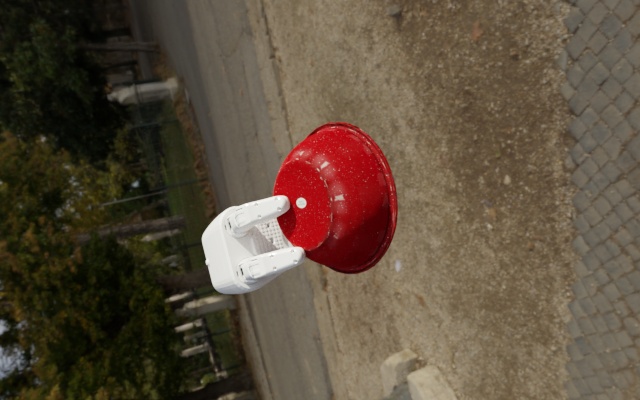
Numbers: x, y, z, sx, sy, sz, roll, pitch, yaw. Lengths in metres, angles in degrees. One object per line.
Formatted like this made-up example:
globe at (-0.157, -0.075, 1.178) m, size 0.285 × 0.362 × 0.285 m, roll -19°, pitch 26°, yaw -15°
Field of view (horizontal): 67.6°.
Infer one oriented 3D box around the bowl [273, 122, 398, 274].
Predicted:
bowl at (0.000, 0.001, 0.488) m, size 0.055 × 0.162 × 0.162 m, roll -9°, pitch 6°, yaw -41°
